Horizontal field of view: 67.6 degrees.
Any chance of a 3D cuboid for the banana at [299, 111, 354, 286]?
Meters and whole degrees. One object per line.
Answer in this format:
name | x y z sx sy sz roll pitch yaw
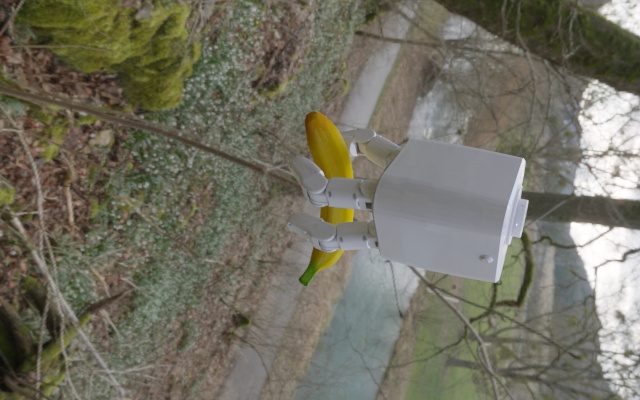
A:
banana | 0.010 -0.002 0.503 0.037 0.198 0.069 16 30 27
